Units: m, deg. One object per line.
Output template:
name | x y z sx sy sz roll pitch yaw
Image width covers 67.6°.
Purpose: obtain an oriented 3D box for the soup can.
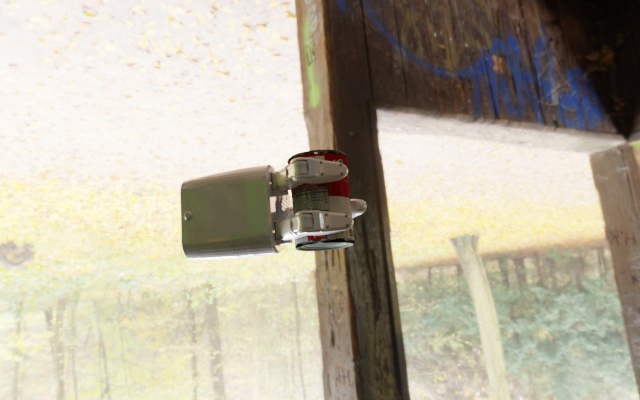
soup can | 0.001 0.002 0.534 0.068 0.102 0.068 -5 -12 -1
